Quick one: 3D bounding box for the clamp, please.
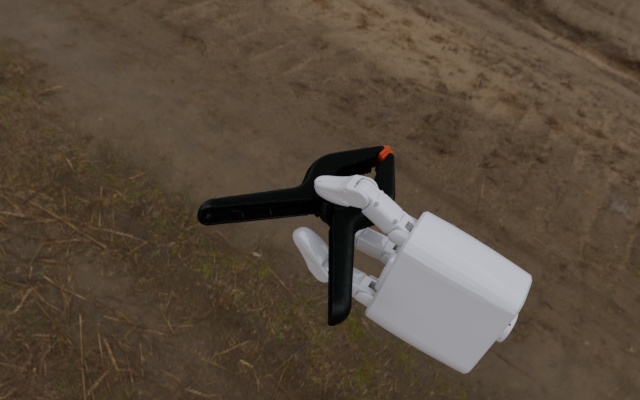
[{"bbox_3d":[0.001,0.001,0.462,0.164,0.036,0.210,30,49,14],"label":"clamp"}]
